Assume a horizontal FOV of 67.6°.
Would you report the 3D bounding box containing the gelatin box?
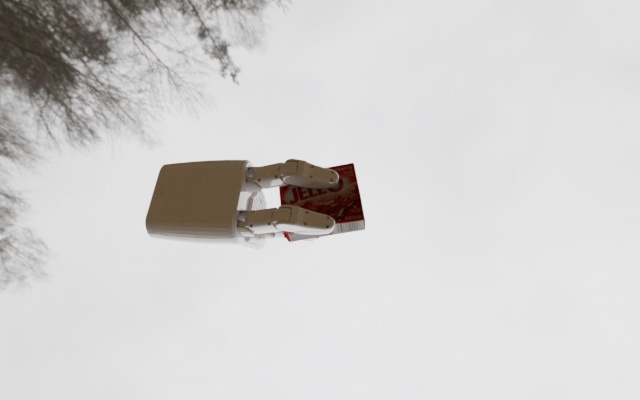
[{"bbox_3d":[0.000,0.002,0.530,0.089,0.073,0.030,-9,-29,2],"label":"gelatin box"}]
